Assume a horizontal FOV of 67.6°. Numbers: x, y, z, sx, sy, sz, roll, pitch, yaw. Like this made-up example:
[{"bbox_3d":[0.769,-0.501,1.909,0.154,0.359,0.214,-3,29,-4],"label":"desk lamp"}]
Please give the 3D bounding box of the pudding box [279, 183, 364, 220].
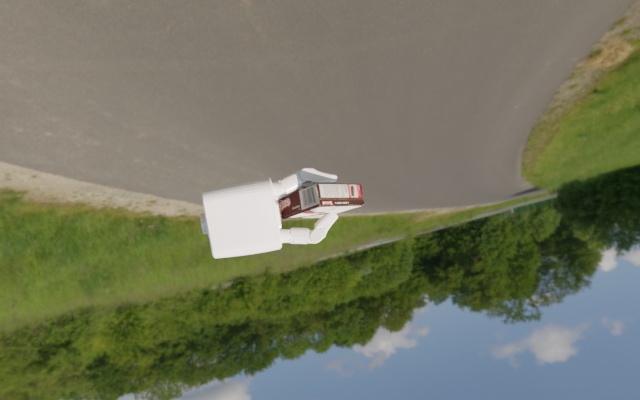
[{"bbox_3d":[0.000,0.003,0.762,0.090,0.039,0.113,-2,-10,-36],"label":"pudding box"}]
